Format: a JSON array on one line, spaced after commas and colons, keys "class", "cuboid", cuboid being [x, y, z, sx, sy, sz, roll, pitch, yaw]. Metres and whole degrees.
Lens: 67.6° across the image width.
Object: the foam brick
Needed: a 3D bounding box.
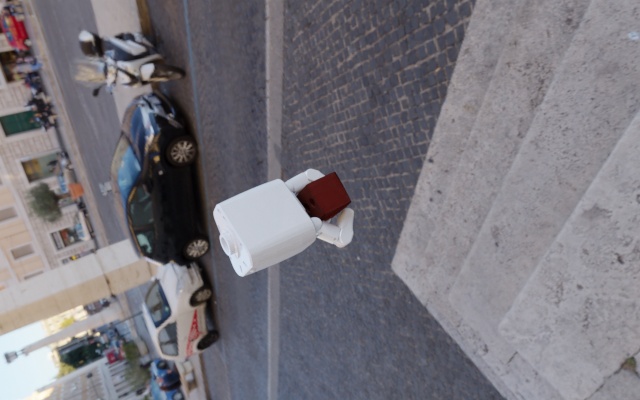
[{"class": "foam brick", "cuboid": [0.000, 0.002, 0.712, 0.051, 0.053, 0.078, -24, -10, -29]}]
